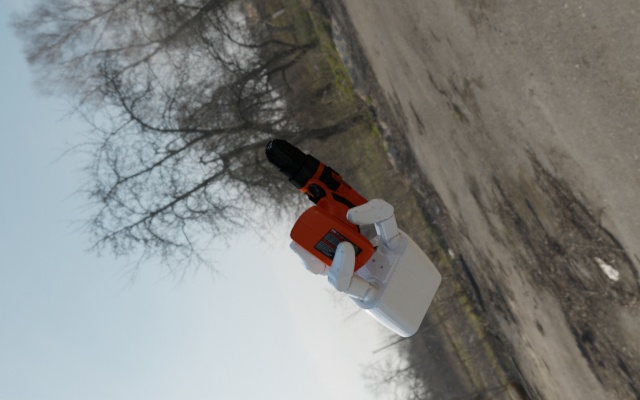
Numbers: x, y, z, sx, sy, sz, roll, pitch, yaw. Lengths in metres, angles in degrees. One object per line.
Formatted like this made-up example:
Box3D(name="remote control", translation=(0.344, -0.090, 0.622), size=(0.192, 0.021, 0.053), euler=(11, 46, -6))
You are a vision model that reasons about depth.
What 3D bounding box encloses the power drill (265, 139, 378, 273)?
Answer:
Box3D(name="power drill", translation=(0.000, 0.002, 0.639), size=(0.184, 0.057, 0.187), euler=(35, 22, -18))
